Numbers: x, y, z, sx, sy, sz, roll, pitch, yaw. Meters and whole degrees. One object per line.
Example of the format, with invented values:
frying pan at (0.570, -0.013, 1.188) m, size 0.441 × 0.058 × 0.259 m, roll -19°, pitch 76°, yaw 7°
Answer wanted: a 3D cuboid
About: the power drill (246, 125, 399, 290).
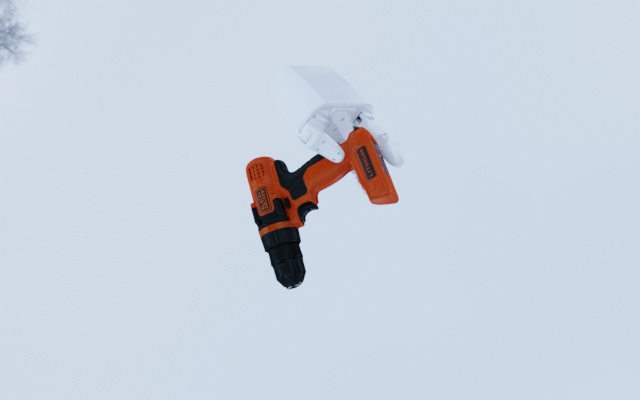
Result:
power drill at (0.000, 0.002, 0.614) m, size 0.187 × 0.184 × 0.057 m, roll -23°, pitch -17°, yaw 15°
